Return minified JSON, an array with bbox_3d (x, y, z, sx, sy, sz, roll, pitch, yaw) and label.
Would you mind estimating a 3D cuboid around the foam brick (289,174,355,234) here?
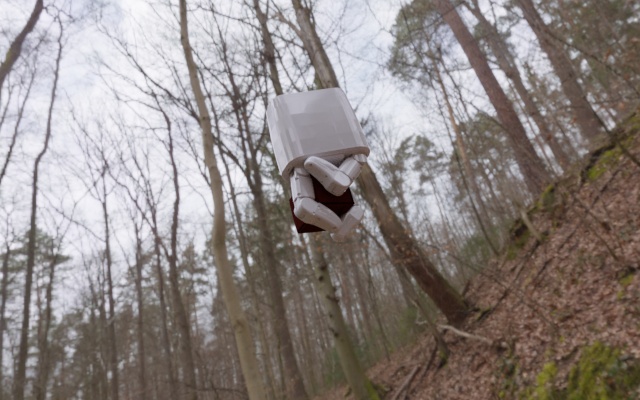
[{"bbox_3d":[0.000,0.002,0.625,0.053,0.051,0.078,-3,-29,-29],"label":"foam brick"}]
